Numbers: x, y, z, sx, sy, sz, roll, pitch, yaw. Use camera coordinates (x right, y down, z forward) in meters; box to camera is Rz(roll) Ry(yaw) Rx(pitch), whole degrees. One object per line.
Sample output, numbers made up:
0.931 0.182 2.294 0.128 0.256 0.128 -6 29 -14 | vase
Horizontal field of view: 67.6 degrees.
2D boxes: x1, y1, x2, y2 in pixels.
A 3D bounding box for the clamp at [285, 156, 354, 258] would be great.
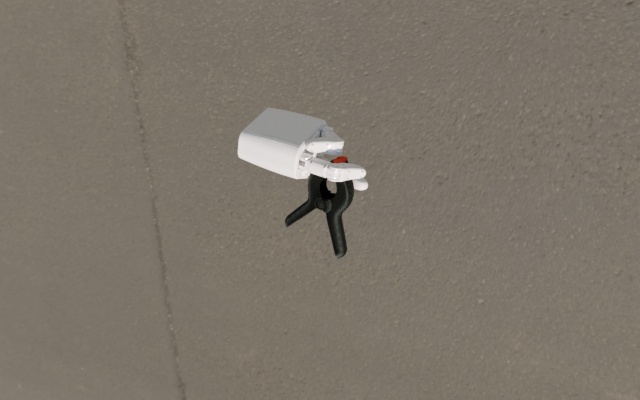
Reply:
0.000 0.003 0.777 0.120 0.171 0.039 18 27 18 | clamp
